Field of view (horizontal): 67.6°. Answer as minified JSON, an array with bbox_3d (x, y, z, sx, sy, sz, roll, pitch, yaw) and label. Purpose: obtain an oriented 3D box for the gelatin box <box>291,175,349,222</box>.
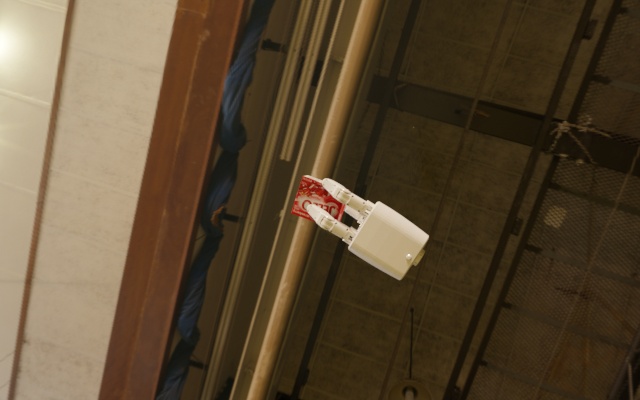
[{"bbox_3d":[0.000,0.003,0.863,0.089,0.073,0.030,20,10,16],"label":"gelatin box"}]
